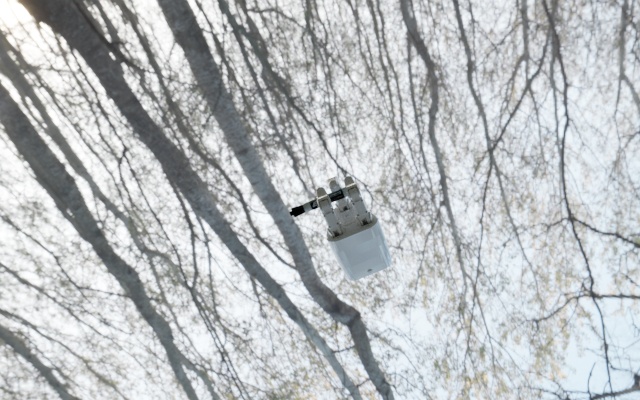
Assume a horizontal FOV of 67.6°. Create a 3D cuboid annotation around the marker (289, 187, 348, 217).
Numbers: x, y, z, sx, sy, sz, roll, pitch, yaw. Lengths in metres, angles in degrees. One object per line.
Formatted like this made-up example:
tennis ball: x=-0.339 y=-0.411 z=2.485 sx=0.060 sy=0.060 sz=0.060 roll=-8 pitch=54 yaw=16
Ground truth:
marker: x=0.000 y=0.003 z=0.876 sx=0.121 sy=0.020 sz=0.020 roll=-22 pitch=-2 yaw=5
